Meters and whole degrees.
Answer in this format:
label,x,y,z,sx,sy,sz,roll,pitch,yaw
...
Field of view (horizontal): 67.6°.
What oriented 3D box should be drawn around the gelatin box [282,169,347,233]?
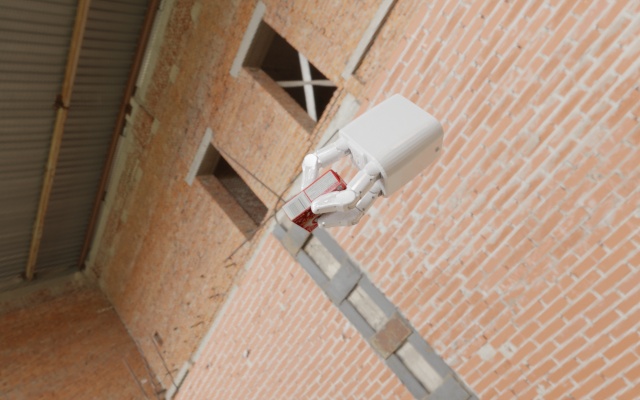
label,x,y,z,sx,sy,sz,roll,pitch,yaw
gelatin box,0.000,0.002,0.669,0.089,0.030,0.073,-37,-24,6
